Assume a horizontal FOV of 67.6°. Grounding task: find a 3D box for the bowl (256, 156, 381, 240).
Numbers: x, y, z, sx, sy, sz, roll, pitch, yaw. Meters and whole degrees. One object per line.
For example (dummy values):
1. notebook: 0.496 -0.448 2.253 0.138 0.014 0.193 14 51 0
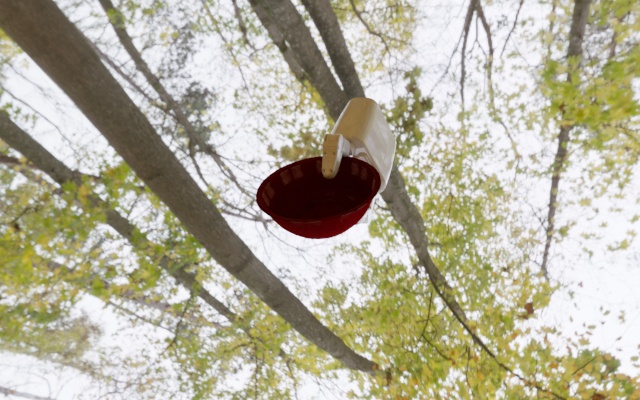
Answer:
1. bowl: -0.001 0.003 0.624 0.162 0.055 0.162 -7 32 4
